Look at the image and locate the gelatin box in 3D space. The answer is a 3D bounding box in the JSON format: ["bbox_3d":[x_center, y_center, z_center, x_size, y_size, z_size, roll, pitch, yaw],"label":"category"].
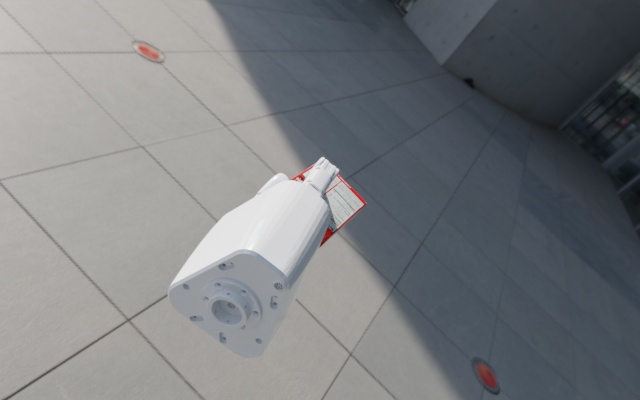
[{"bbox_3d":[0.000,0.001,0.519,0.030,0.073,0.089,-49,-7,38],"label":"gelatin box"}]
